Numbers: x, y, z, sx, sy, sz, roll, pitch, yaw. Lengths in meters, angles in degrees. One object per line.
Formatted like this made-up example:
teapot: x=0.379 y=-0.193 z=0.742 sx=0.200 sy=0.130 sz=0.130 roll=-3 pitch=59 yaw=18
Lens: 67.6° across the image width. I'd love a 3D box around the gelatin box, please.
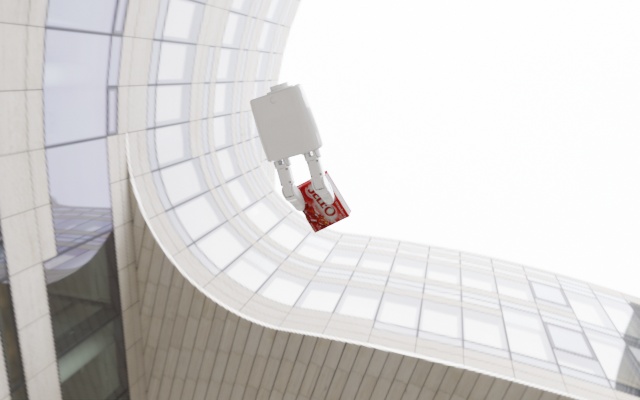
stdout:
gelatin box: x=0.000 y=0.003 z=0.835 sx=0.073 sy=0.089 sz=0.030 roll=-27 pitch=14 yaw=22
